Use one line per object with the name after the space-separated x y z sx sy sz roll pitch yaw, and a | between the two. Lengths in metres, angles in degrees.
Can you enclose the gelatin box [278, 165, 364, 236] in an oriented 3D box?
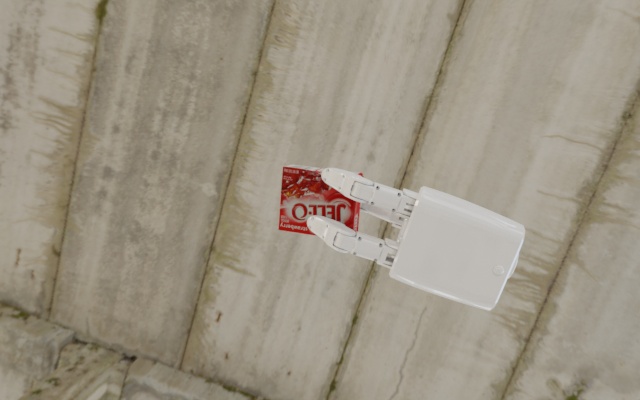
0.000 0.002 0.530 0.089 0.073 0.030 8 11 18 | gelatin box
